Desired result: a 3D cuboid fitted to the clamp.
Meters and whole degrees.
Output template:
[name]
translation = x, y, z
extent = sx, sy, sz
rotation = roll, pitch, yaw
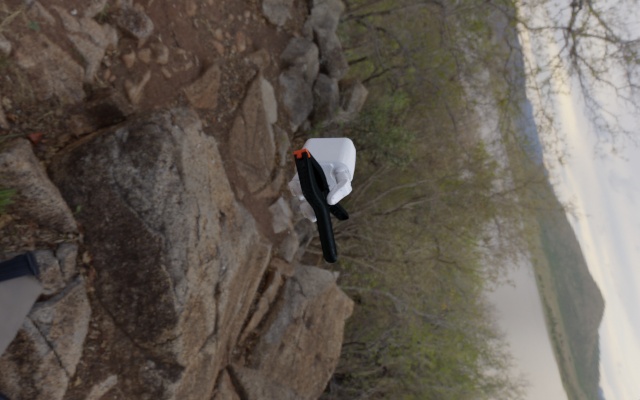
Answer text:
[clamp]
translation = 0.001, 0.002, 0.898
extent = 0.036, 0.210, 0.164
rotation = -15, 32, 19
